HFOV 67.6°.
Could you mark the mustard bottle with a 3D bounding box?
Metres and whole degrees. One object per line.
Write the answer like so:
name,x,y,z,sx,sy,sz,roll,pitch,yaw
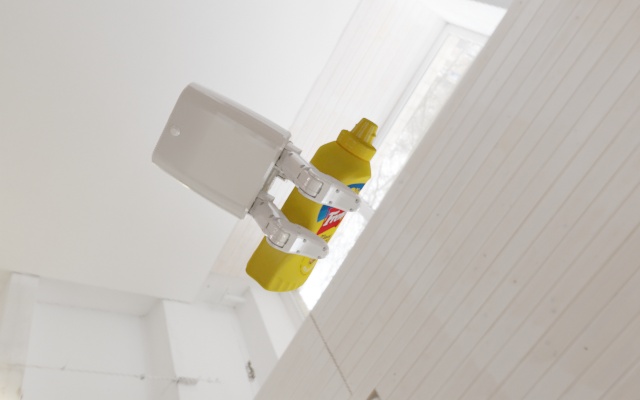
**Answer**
mustard bottle,0.000,0.002,0.488,0.058,0.192,0.096,37,17,20
